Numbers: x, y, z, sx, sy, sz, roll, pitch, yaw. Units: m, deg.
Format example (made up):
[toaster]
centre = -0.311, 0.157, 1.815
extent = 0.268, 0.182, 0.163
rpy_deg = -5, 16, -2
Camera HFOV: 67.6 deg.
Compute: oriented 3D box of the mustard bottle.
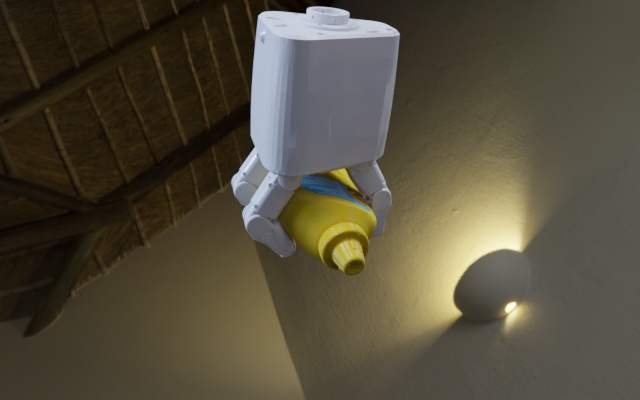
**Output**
[mustard bottle]
centre = 0.000, 0.002, 0.443
extent = 0.096, 0.058, 0.191
rpy_deg = 20, 23, -28
